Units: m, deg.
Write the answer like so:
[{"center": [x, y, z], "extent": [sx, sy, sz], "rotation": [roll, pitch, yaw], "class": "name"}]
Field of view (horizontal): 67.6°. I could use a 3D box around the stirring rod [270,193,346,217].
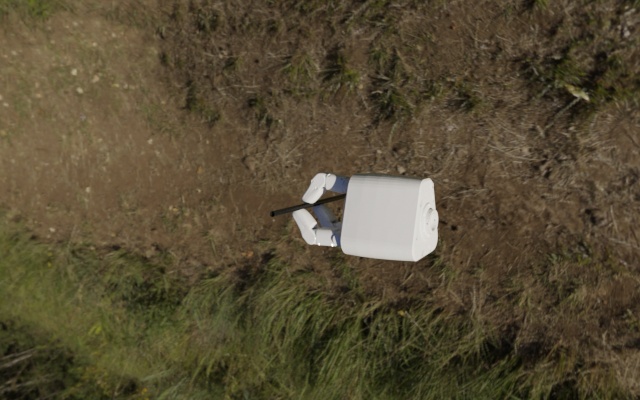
[{"center": [0.000, 0.002, 0.741], "extent": [0.011, 0.011, 0.239], "rotation": [0, 8, 33], "class": "stirring rod"}]
